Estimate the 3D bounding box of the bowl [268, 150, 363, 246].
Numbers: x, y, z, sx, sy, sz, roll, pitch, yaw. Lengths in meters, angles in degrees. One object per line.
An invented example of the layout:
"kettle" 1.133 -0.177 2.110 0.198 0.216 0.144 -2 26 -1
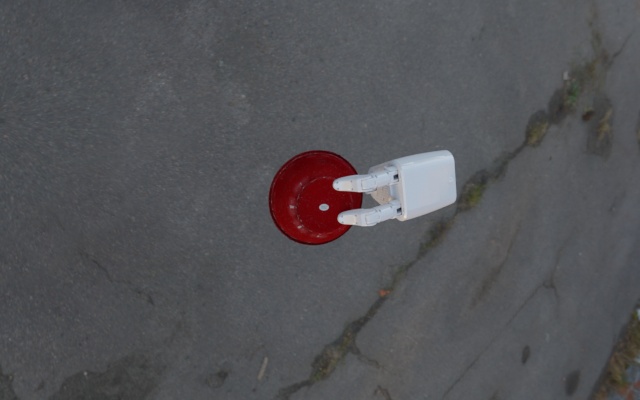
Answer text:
"bowl" -0.001 0.003 0.764 0.162 0.162 0.055 0 13 -15
